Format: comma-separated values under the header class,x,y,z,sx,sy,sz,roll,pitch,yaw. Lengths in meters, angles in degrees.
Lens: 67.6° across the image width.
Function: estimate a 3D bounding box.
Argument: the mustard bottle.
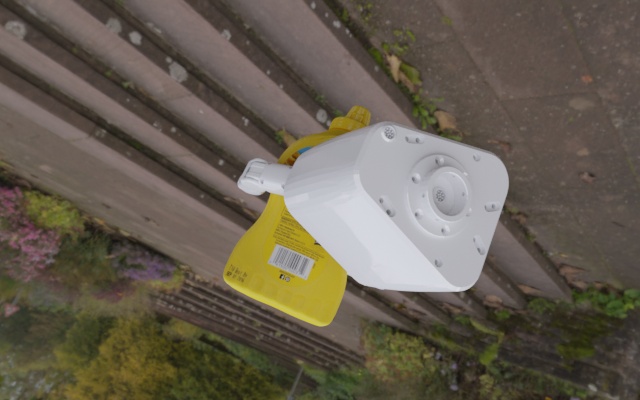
class,x,y,z,sx,sy,sz,roll,pitch,yaw
mustard bottle,0.000,0.002,0.410,0.096,0.191,0.058,23,-15,5
